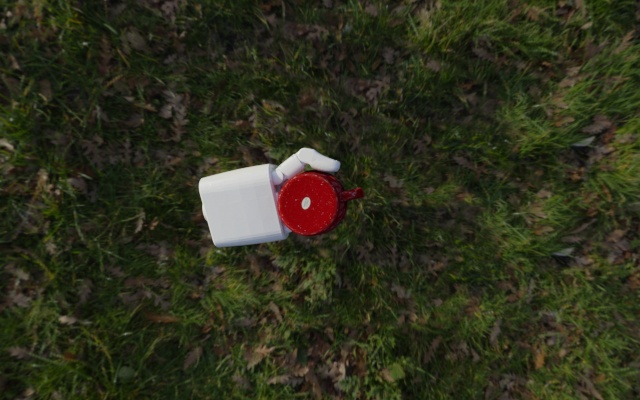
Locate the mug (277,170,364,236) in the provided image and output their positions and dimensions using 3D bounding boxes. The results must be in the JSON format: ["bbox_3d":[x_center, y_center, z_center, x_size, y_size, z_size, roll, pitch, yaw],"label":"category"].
[{"bbox_3d":[0.002,0.002,0.638,0.117,0.093,0.081,-9,1,6],"label":"mug"}]
